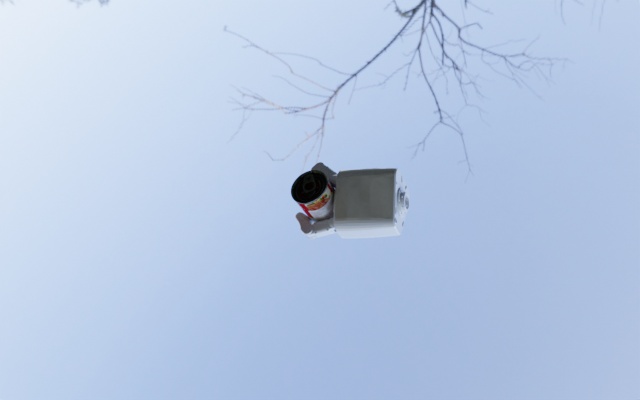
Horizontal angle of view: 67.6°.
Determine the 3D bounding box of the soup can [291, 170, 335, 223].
[{"bbox_3d":[0.000,0.003,0.841,0.068,0.068,0.102,0,-32,28],"label":"soup can"}]
